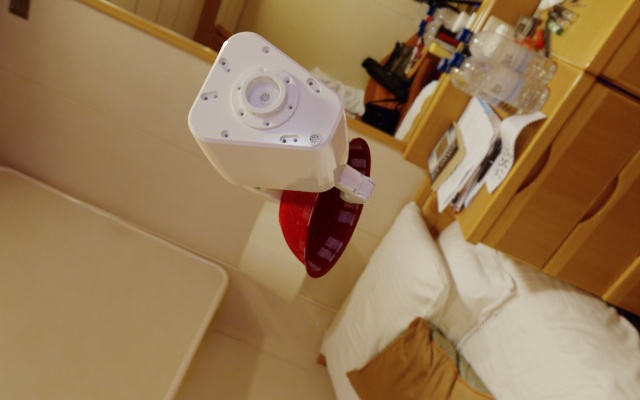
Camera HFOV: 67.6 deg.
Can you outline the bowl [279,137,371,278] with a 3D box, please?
[{"bbox_3d":[0.000,0.002,0.535,0.055,0.162,0.162,19,7,21],"label":"bowl"}]
